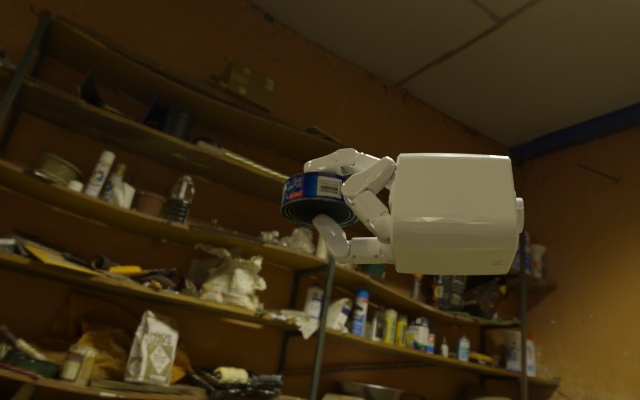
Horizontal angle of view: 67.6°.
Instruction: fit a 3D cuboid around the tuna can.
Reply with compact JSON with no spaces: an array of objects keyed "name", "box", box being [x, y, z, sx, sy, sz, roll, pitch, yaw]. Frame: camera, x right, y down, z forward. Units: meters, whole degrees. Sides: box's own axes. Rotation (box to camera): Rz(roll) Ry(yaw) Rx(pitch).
[{"name":"tuna can","box":[0.000,0.001,0.521,0.086,0.033,0.086,3,-24,1]}]
